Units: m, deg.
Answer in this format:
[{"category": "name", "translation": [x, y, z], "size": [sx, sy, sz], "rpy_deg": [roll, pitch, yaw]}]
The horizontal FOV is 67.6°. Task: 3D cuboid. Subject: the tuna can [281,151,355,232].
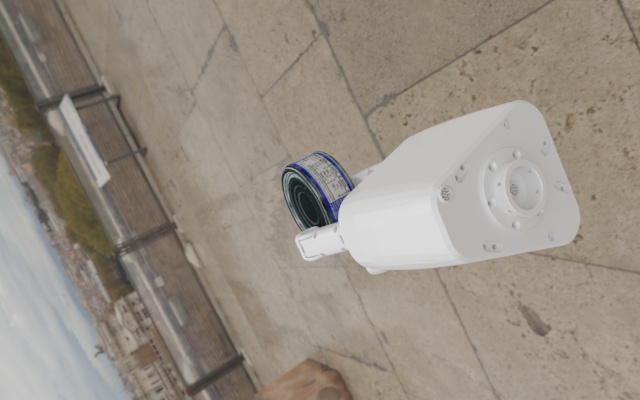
[{"category": "tuna can", "translation": [0.000, 0.002, 0.427], "size": [0.033, 0.086, 0.086], "rpy_deg": [-27, 11, -22]}]
